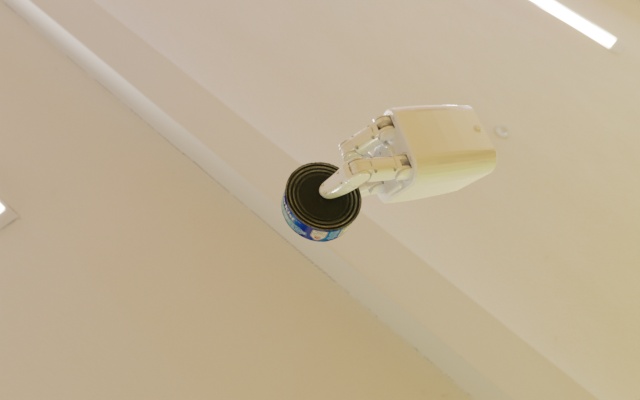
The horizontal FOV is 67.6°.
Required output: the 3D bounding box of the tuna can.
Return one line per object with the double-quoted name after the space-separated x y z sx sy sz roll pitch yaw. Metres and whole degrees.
0.000 0.002 0.532 0.086 0.086 0.034 0 -29 -16 "tuna can"
